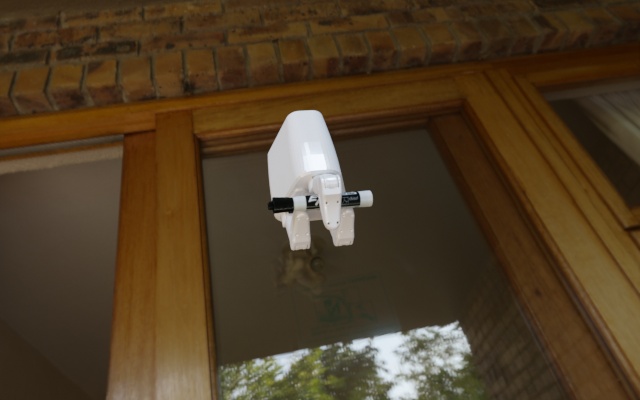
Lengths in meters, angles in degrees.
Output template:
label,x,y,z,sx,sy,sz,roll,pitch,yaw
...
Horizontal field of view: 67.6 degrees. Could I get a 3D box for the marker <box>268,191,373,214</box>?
label,x,y,z,sx,sy,sz,roll,pitch,yaw
marker,0.000,0.002,0.547,0.121,0.020,0.020,-4,1,-13
